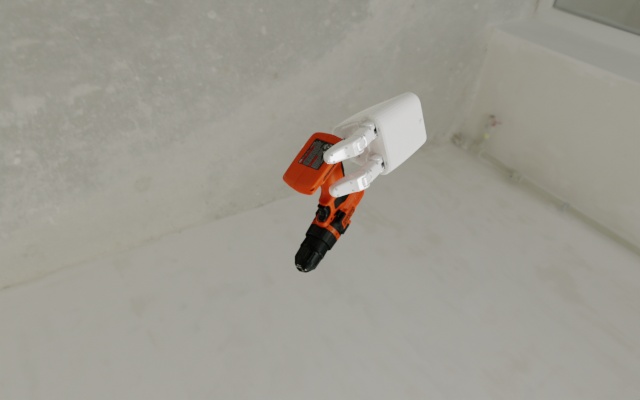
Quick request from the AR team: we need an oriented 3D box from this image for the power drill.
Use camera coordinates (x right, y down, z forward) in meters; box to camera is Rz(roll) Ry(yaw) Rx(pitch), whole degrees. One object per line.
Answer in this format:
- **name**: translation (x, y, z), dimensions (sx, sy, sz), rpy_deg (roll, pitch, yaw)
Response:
- **power drill**: translation (0.000, 0.002, 0.735), dimensions (0.057, 0.184, 0.188), rpy_deg (21, -26, 23)
